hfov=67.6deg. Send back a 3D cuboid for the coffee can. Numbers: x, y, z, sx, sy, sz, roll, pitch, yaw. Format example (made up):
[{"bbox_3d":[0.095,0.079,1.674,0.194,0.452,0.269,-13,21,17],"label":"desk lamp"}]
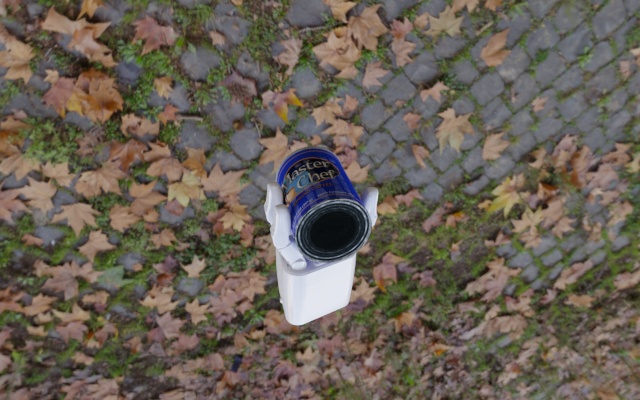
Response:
[{"bbox_3d":[0.000,0.002,0.659,0.103,0.103,0.140,0,33,-17],"label":"coffee can"}]
